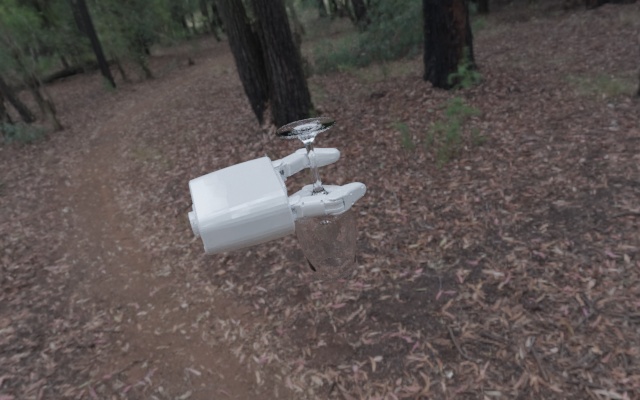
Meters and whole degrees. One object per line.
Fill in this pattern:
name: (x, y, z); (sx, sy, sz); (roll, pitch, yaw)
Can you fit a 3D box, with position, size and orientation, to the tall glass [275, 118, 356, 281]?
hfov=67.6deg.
tall glass: (0.000, 0.001, 0.609); (0.079, 0.201, 0.079); (-10, 23, 4)
